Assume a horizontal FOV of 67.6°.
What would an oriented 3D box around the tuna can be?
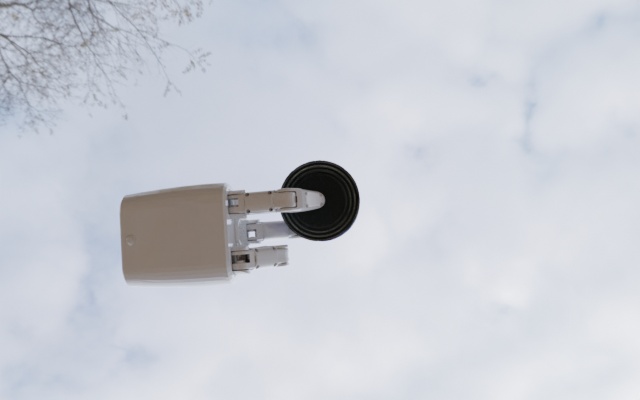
[{"bbox_3d":[0.000,0.002,0.516,0.086,0.086,0.034,0,-6,6],"label":"tuna can"}]
